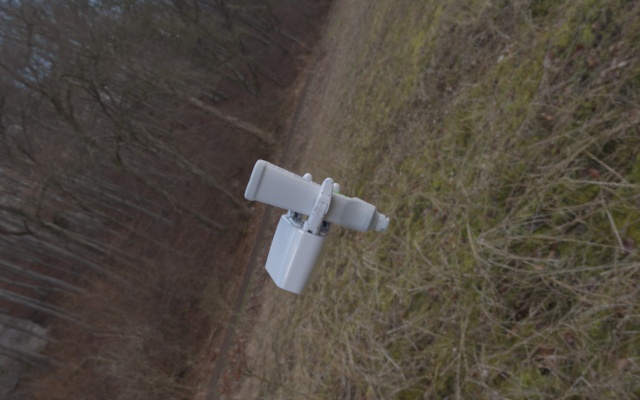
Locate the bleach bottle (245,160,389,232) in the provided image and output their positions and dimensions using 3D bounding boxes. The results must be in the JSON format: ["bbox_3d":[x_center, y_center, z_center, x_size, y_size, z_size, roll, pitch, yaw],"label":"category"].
[{"bbox_3d":[0.000,0.003,0.826,0.251,0.068,0.102,20,7,-7],"label":"bleach bottle"}]
